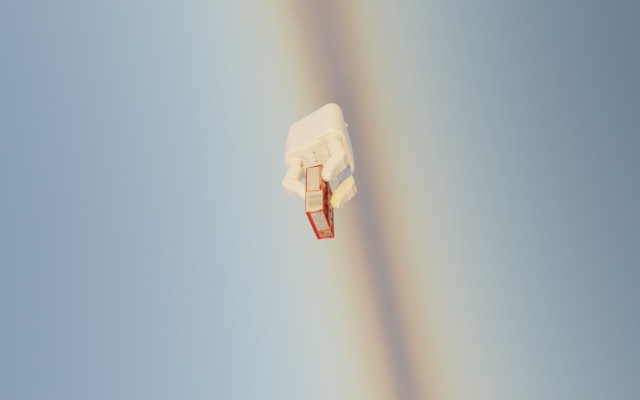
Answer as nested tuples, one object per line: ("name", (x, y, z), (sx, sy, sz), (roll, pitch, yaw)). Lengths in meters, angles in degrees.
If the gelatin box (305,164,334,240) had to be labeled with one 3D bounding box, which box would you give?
("gelatin box", (0.000, 0.003, 0.721), (0.030, 0.089, 0.073), (-9, -40, 10))
